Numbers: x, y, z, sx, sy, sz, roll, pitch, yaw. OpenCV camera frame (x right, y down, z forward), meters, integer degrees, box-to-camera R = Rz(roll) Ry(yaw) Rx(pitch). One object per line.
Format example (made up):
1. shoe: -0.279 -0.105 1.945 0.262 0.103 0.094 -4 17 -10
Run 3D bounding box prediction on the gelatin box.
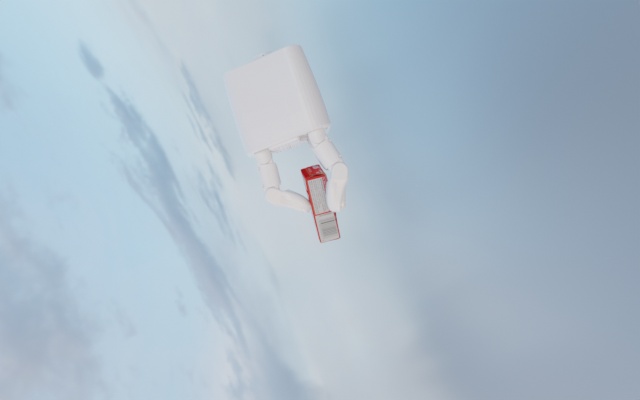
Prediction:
1. gelatin box: 0.000 0.002 0.627 0.030 0.089 0.073 -14 14 -3
